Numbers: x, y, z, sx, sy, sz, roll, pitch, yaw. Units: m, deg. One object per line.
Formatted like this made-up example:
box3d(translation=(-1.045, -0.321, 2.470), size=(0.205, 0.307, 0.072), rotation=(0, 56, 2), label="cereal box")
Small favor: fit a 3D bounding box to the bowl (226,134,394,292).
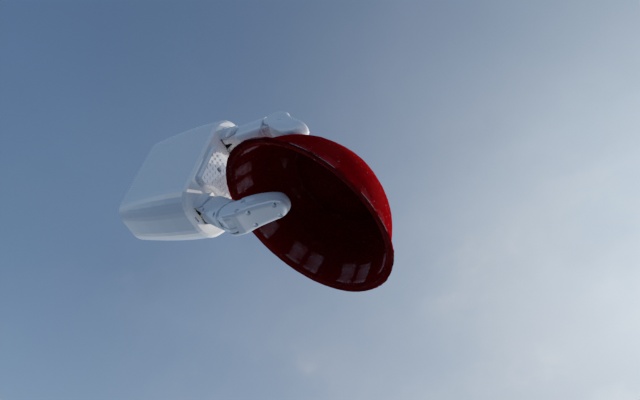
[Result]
box3d(translation=(0.001, 0.001, 0.400), size=(0.162, 0.162, 0.055), rotation=(0, 39, 45), label="bowl")
